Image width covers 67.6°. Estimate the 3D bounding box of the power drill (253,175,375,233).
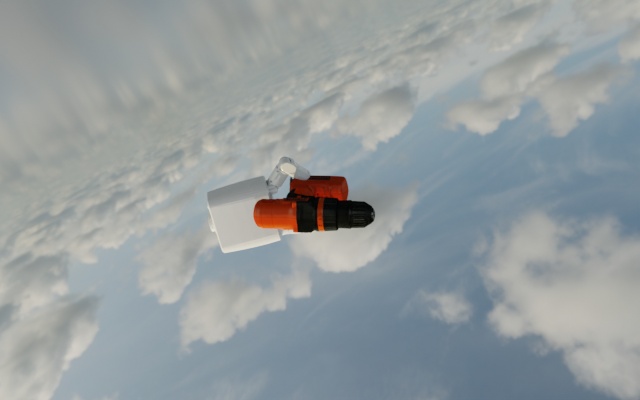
[{"bbox_3d":[0.000,0.003,0.784,0.184,0.057,0.187,2,13,9],"label":"power drill"}]
